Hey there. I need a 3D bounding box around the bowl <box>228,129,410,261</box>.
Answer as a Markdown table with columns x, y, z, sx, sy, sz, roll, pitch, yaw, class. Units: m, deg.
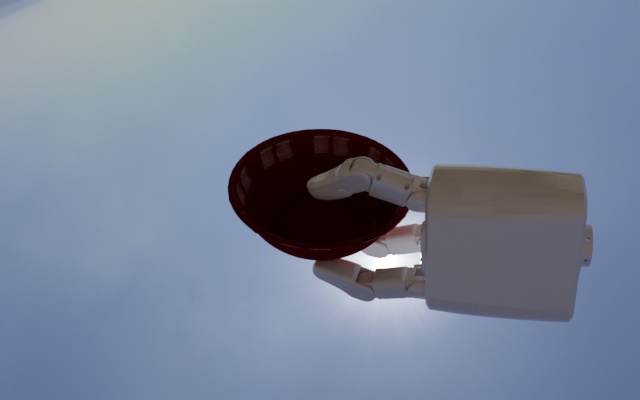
| x | y | z | sx | sy | sz | roll | pitch | yaw | class |
| --- | --- | --- | --- | --- | --- | --- | --- | --- | --- |
| -0.001 | 0.001 | 0.434 | 0.162 | 0.055 | 0.162 | 1 | 42 | -1 | bowl |
